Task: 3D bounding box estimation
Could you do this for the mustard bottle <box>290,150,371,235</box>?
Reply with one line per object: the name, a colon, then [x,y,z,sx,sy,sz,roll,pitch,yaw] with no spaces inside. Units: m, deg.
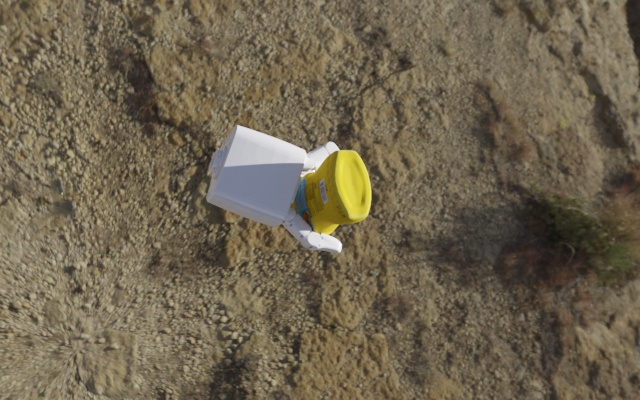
mustard bottle: [0.001,0.002,0.697,0.058,0.096,0.192,-5,-13,-28]
